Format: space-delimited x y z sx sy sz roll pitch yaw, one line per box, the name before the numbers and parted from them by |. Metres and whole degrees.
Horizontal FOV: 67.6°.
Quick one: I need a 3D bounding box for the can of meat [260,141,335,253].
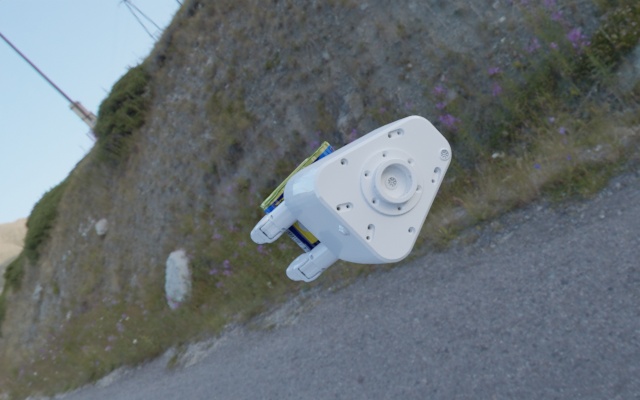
can of meat | 0.000 0.001 0.501 0.084 0.102 0.057 45 -9 -8
